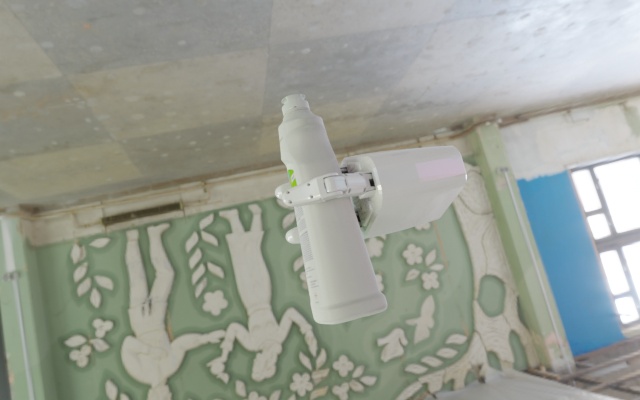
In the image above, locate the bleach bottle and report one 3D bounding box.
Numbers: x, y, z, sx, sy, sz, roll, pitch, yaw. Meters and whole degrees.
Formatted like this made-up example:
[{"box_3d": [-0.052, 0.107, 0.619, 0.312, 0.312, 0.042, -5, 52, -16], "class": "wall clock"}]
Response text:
[{"box_3d": [0.000, 0.002, 0.519, 0.068, 0.250, 0.102, -11, -10, -15], "class": "bleach bottle"}]
